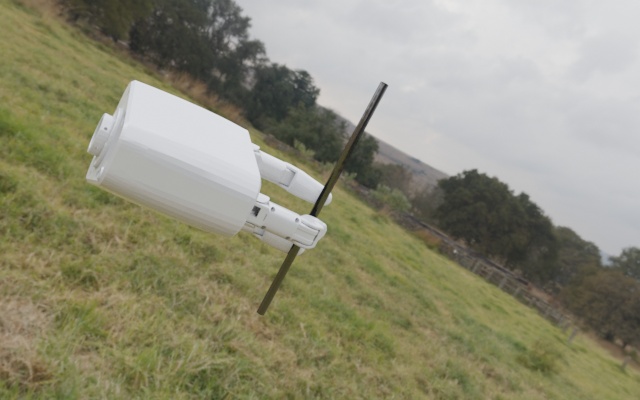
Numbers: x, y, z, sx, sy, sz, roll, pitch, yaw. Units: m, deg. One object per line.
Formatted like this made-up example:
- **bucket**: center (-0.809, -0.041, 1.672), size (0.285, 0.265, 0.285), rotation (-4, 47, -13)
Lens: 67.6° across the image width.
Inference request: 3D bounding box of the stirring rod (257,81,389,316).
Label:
- **stirring rod**: center (0.000, 0.002, 0.437), size (0.011, 0.239, 0.011), rotation (28, 7, -4)
